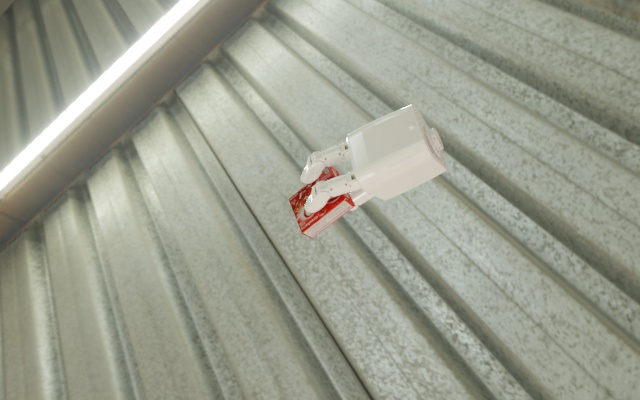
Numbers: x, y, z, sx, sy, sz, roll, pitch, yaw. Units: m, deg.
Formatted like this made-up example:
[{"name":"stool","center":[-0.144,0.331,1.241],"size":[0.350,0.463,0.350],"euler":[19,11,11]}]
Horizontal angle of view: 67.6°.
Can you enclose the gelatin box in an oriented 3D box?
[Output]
[{"name":"gelatin box","center":[0.000,0.003,0.726],"size":[0.089,0.073,0.030],"euler":[-39,-41,17]}]
